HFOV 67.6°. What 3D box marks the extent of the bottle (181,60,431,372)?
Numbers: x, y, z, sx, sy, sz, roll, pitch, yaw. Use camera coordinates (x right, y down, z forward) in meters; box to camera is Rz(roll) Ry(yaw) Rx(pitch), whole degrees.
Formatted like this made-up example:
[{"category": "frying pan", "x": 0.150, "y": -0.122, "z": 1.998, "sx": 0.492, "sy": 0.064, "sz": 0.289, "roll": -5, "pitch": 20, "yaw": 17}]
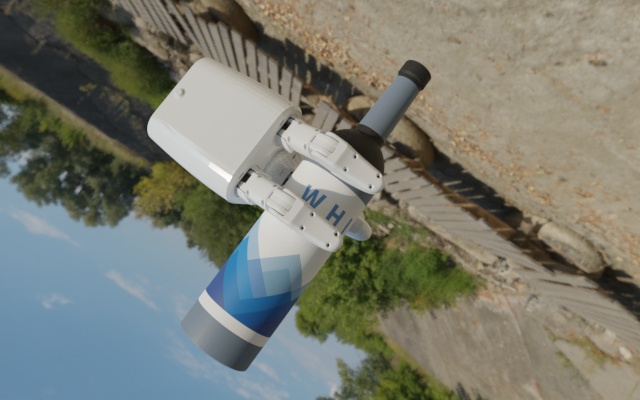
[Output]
[{"category": "bottle", "x": 0.000, "y": 0.002, "z": 0.406, "sx": 0.069, "sy": 0.295, "sz": 0.069, "roll": 36, "pitch": -7, "yaw": 5}]
